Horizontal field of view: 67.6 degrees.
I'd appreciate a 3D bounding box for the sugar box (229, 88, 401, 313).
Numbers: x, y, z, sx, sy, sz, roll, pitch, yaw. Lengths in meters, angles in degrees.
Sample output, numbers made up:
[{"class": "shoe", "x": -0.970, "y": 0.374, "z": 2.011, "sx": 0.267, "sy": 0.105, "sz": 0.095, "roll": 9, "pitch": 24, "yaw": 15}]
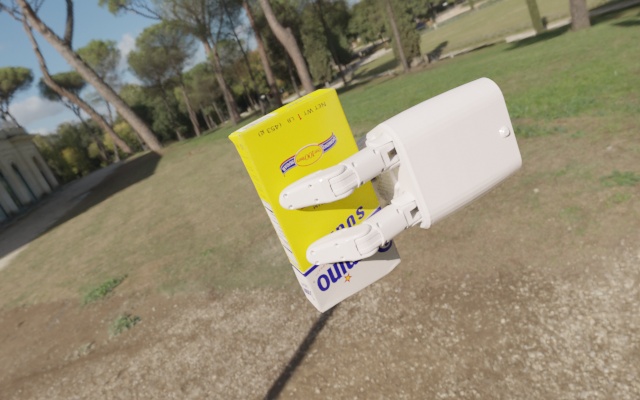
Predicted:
[{"class": "sugar box", "x": 0.000, "y": 0.001, "z": 0.424, "sx": 0.093, "sy": 0.176, "sz": 0.048, "roll": -29, "pitch": 17, "yaw": -14}]
